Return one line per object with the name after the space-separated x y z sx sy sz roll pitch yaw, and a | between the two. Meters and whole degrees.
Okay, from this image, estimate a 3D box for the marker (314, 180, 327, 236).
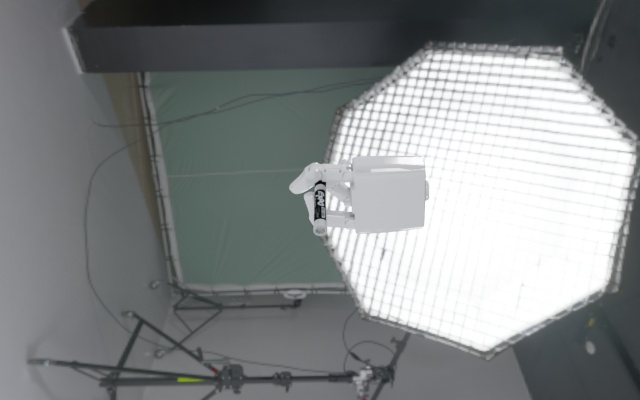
0.000 0.002 0.684 0.020 0.020 0.121 0 40 0 | marker
